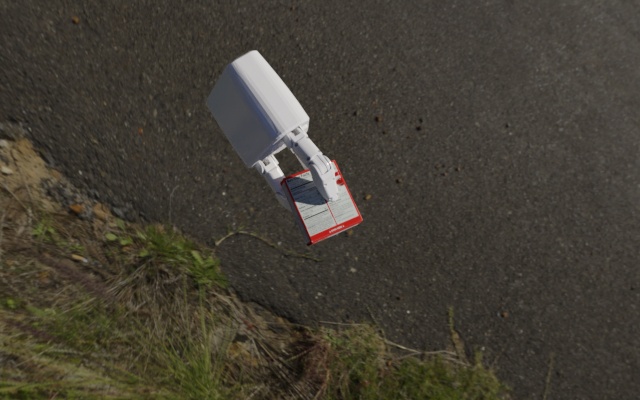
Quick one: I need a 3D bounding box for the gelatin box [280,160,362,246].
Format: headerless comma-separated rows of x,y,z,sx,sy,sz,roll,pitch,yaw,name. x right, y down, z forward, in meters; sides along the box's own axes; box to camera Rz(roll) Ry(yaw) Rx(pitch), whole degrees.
0.000,0.002,0.599,0.073,0.089,0.030,-22,-8,-18,gelatin box
